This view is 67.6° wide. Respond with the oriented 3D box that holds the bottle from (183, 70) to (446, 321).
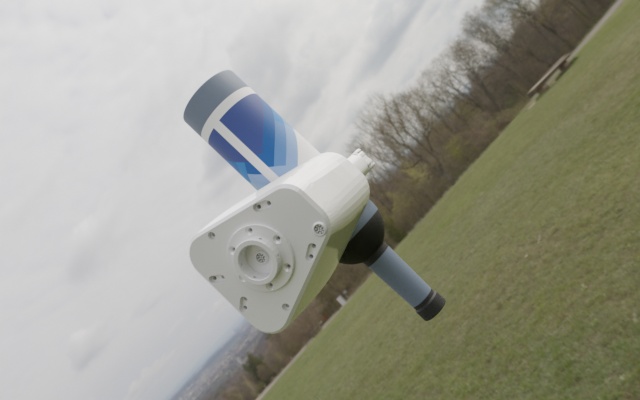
[{"bbox_3d":[0.000,0.001,0.450,0.295,0.069,0.069,43,2,3],"label":"bottle"}]
